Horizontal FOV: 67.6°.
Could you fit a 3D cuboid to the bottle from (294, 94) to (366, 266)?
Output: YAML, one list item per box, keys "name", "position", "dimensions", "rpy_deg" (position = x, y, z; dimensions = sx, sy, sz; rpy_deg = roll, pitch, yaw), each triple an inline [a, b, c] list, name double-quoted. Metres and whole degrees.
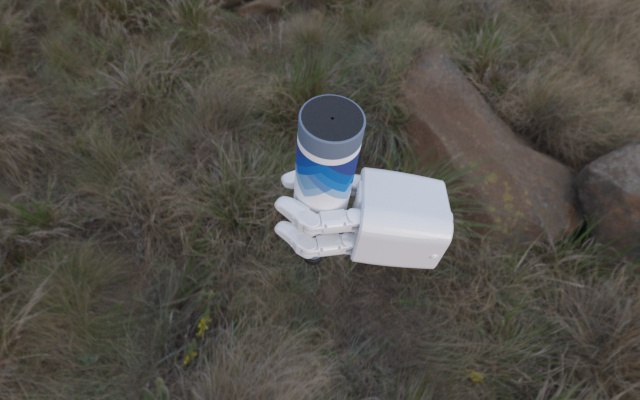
- name: "bottle"
  position: [0.000, 0.002, 0.587]
  dimensions: [0.069, 0.069, 0.296]
  rpy_deg: [0, -34, -5]
